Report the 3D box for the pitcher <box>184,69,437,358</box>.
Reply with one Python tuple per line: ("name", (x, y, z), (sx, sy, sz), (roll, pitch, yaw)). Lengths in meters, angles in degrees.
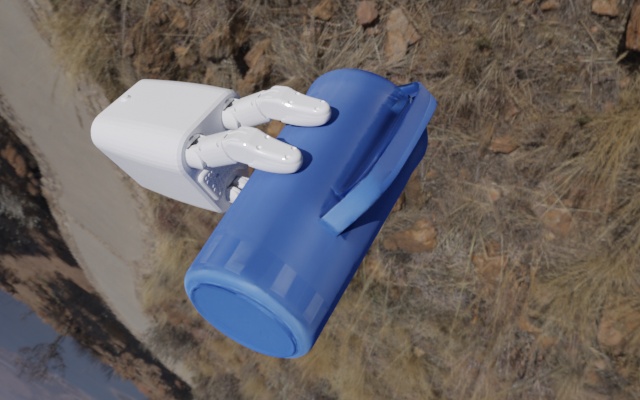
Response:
("pitcher", (0.000, 0.001, 0.406), (0.145, 0.242, 0.149), (16, -38, 20))
